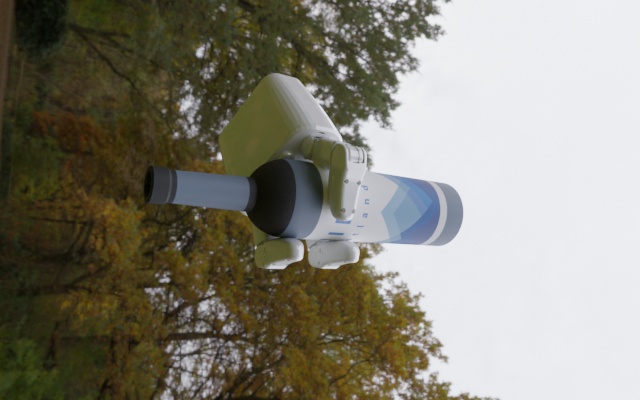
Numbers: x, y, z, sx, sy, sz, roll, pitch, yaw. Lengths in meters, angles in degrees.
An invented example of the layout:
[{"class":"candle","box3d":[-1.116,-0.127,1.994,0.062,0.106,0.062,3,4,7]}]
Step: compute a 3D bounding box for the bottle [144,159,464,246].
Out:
[{"class":"bottle","box3d":[0.000,0.001,0.420,0.296,0.069,0.069,6,-3,-32]}]
